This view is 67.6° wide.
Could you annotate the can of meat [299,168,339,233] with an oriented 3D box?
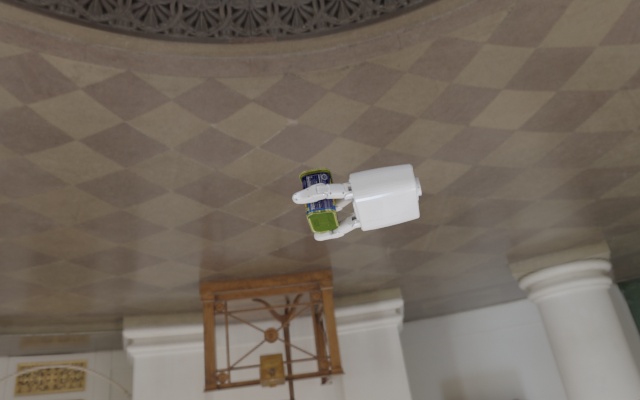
[{"bbox_3d":[0.000,0.003,0.860,0.057,0.084,0.102,-10,-25,3],"label":"can of meat"}]
